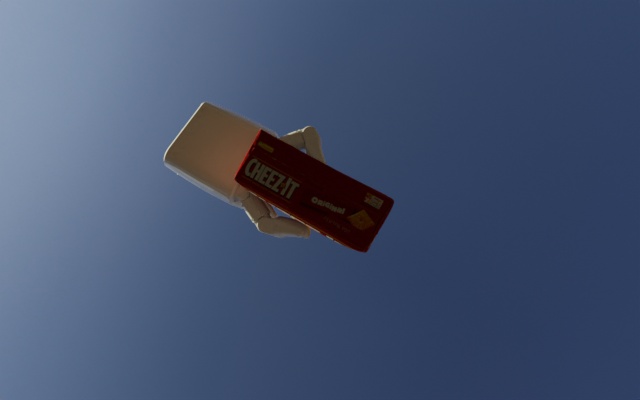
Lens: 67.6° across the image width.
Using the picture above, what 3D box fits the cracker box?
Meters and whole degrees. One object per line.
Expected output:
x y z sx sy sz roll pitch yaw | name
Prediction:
0.000 0.002 0.599 0.164 0.072 0.214 28 -3 8 | cracker box
